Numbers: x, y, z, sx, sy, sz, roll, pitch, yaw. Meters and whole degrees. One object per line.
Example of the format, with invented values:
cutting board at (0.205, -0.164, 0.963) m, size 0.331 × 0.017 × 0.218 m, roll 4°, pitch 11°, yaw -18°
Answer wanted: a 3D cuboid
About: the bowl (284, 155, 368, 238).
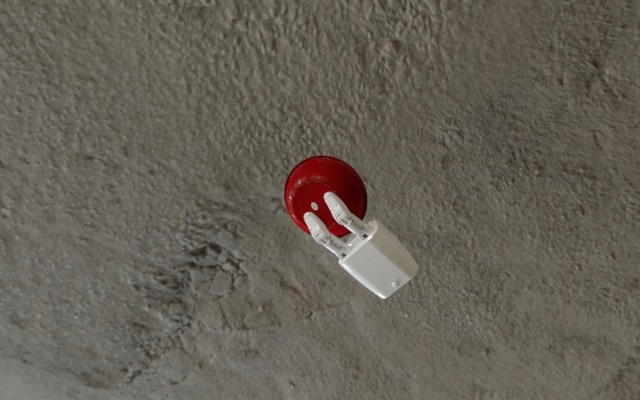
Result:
bowl at (-0.001, 0.002, 0.858) m, size 0.162 × 0.162 × 0.055 m, roll 0°, pitch 16°, yaw 19°
